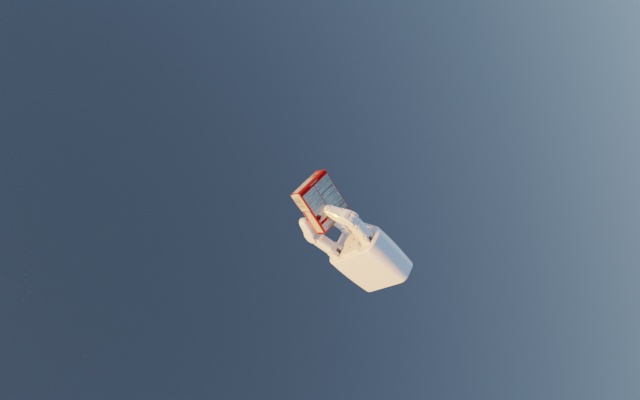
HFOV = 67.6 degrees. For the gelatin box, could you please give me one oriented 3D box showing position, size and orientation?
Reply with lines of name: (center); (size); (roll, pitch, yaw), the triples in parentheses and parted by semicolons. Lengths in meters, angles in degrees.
gelatin box: (0.000, 0.002, 0.834); (0.073, 0.089, 0.030); (-45, 23, -30)
